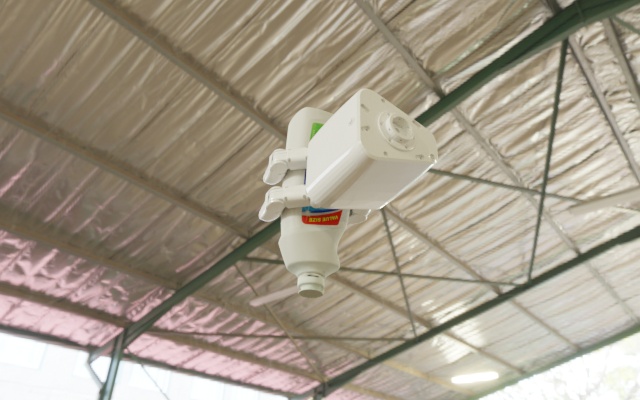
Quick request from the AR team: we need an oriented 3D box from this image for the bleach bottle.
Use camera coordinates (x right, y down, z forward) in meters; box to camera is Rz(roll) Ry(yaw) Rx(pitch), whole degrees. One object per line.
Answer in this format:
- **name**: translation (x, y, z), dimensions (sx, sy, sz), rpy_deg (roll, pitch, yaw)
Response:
- **bleach bottle**: translation (0.000, 0.002, 0.611), dimensions (0.102, 0.250, 0.068), rpy_deg (18, -35, -24)
